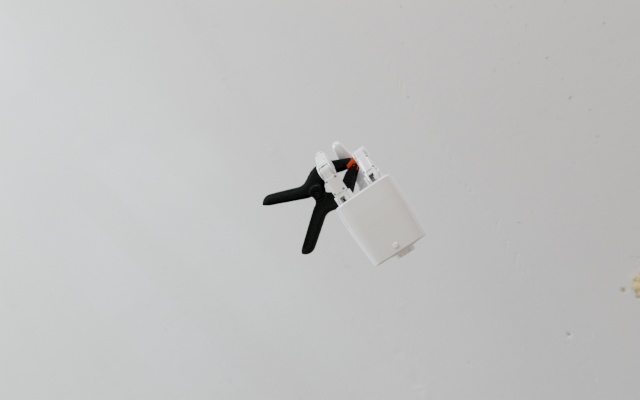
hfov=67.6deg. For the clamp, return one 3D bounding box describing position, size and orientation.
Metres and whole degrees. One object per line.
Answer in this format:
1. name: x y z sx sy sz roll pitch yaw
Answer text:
1. clamp: 0.000 0.002 0.771 0.171 0.120 0.039 -35 -8 13
